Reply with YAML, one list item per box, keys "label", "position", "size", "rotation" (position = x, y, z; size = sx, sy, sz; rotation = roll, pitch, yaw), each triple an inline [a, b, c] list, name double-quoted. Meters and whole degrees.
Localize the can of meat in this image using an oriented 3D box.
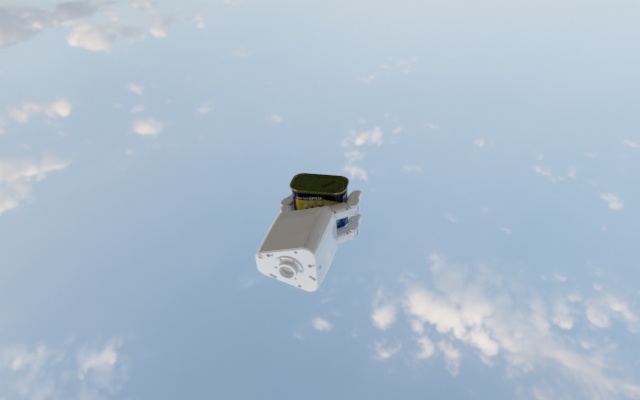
- label: "can of meat"
  position: [0.000, 0.003, 0.856]
  size: [0.102, 0.084, 0.057]
  rotation: [5, 35, 13]
